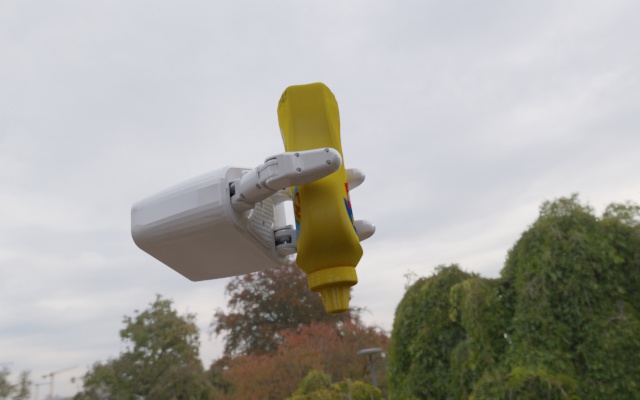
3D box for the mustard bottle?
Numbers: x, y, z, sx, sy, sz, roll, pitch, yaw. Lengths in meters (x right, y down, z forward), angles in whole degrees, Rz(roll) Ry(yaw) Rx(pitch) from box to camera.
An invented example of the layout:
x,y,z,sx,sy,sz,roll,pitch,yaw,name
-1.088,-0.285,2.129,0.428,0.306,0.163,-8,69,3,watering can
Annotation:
x,y,z,sx,sy,sz,roll,pitch,yaw,name
0.000,0.001,0.418,0.058,0.191,0.096,-7,-20,-3,mustard bottle
